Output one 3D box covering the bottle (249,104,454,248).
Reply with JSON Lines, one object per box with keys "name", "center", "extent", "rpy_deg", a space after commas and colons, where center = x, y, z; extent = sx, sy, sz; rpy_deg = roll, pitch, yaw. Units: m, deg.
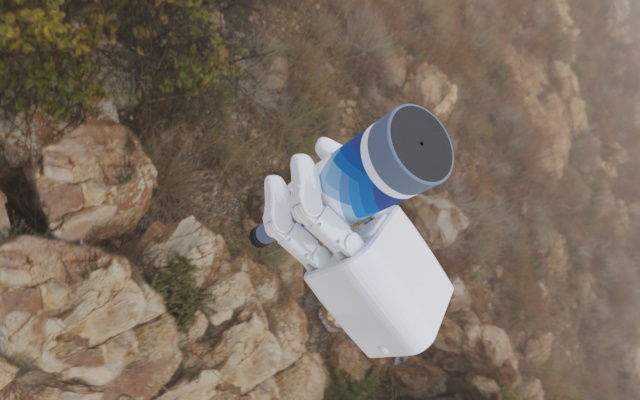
{"name": "bottle", "center": [0.000, 0.001, 0.475], "extent": [0.069, 0.069, 0.296], "rpy_deg": [0, -18, -33]}
